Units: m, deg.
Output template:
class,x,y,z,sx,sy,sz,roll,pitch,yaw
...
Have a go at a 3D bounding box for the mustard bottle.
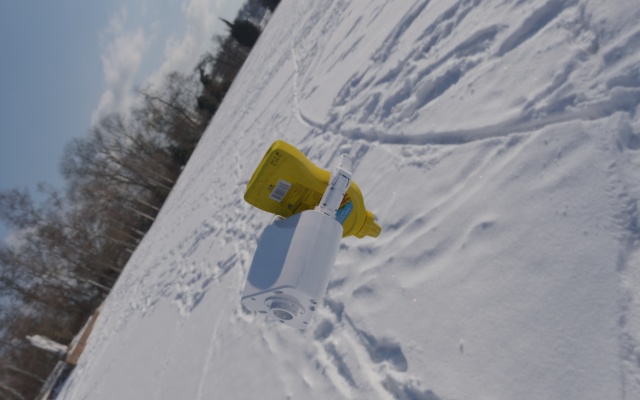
class,x,y,z,sx,sy,sz,roll,pitch,yaw
mustard bottle,0.000,0.002,0.649,0.191,0.096,0.058,28,28,-14
